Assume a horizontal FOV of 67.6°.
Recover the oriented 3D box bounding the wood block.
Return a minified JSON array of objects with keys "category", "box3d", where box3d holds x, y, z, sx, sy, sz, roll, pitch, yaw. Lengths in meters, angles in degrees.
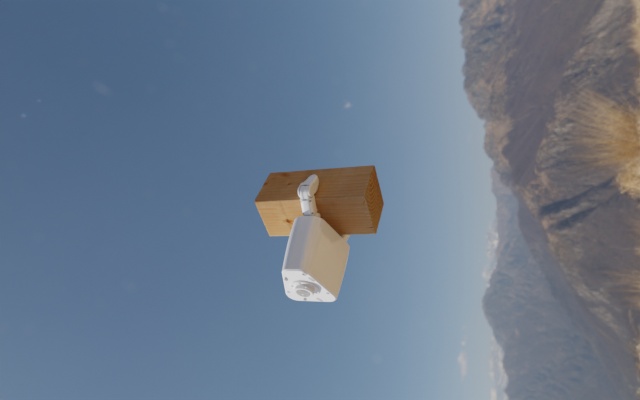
[{"category":"wood block","box3d":[0.000,0.003,0.866,0.206,0.091,0.090,-3,38,22]}]
